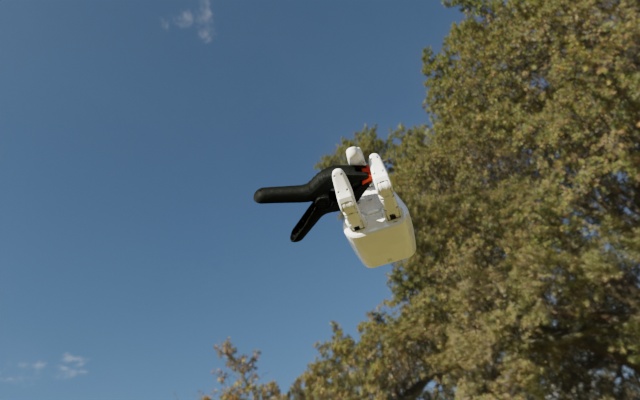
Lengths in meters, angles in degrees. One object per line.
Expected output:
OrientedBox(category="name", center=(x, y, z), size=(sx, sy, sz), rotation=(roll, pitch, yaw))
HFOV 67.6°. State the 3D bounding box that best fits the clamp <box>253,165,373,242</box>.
OrientedBox(category="clamp", center=(0.000, 0.002, 0.711), size=(0.171, 0.039, 0.120), rotation=(-17, -40, 9))
